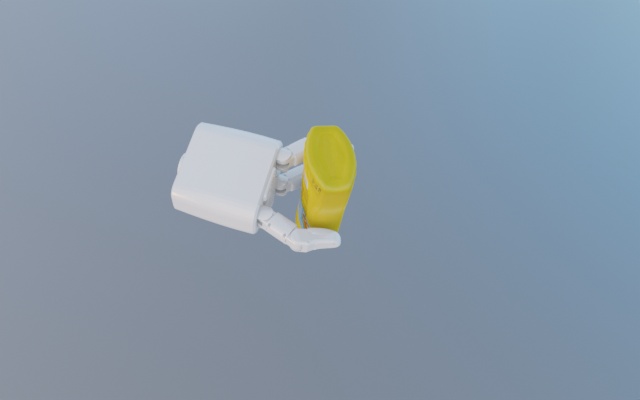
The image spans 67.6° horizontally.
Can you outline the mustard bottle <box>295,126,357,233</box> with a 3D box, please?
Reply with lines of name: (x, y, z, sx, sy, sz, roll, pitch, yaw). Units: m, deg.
mustard bottle: (0.000, 0.002, 0.603, 0.058, 0.096, 0.192, -4, -33, -11)
